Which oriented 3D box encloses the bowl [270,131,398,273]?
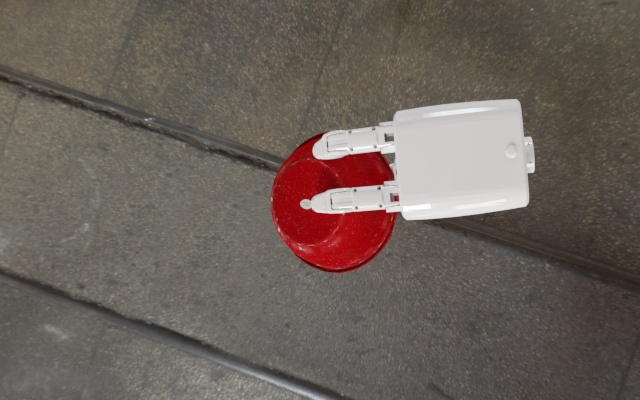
[{"bbox_3d":[-0.001,0.002,0.523,0.162,0.162,0.055,0,0,32],"label":"bowl"}]
